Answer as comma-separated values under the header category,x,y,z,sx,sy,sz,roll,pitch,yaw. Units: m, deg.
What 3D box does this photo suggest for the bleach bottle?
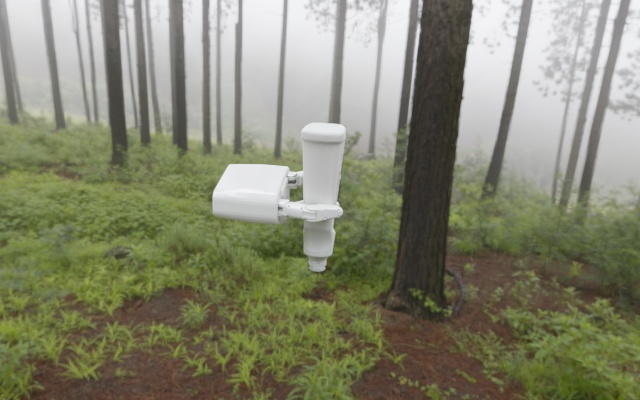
category,x,y,z,sx,sy,sz,roll,pitch,yaw
bleach bottle,0.000,0.003,0.796,0.068,0.251,0.102,5,18,6
